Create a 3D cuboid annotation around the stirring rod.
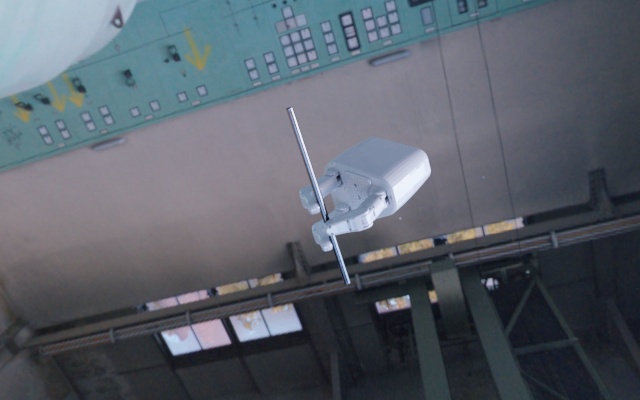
[{"bbox_3d":[0.000,0.002,0.582,0.011,0.240,0.011,-16,22,7],"label":"stirring rod"}]
